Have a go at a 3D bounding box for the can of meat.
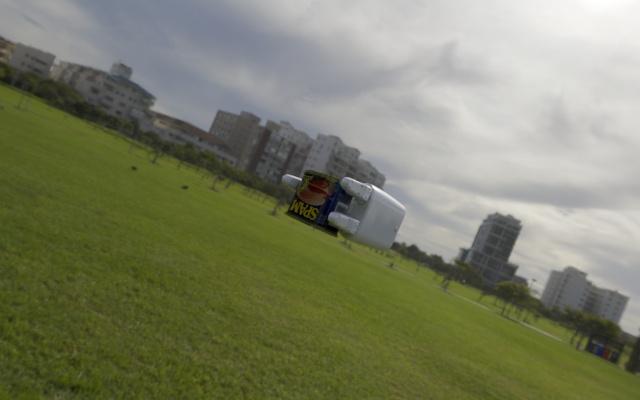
[{"bbox_3d":[0.000,0.002,0.762,0.057,0.084,0.102,26,-3,-40],"label":"can of meat"}]
